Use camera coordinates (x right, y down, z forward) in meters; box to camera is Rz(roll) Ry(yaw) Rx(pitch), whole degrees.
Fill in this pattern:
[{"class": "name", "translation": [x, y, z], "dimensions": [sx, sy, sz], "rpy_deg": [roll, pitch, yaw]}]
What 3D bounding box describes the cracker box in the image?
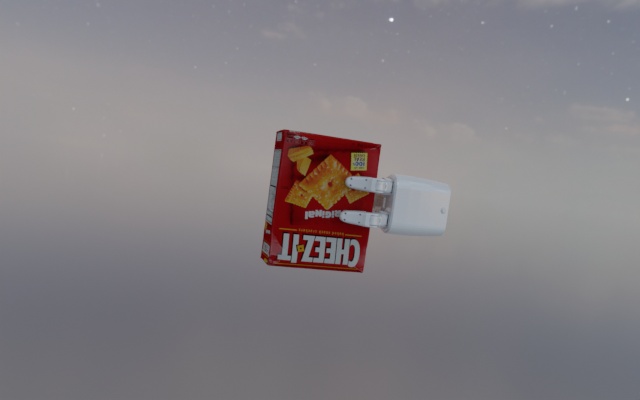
[{"class": "cracker box", "translation": [0.000, 0.002, 0.775], "dimensions": [0.164, 0.214, 0.072], "rpy_deg": [7, 3, -16]}]
